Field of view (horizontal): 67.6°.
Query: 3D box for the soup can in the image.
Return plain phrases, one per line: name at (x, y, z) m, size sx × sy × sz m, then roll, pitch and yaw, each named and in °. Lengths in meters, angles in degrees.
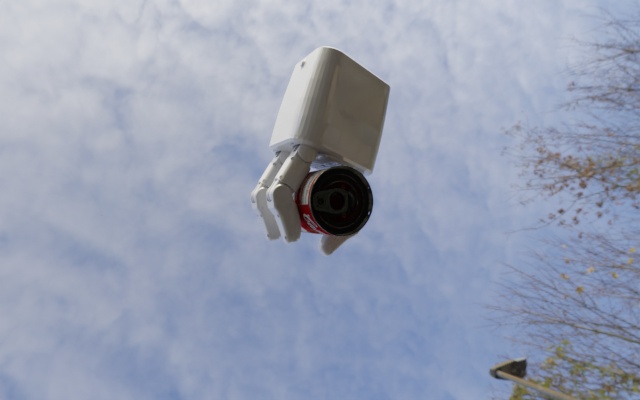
soup can at (0.000, 0.002, 0.499) m, size 0.068 × 0.068 × 0.102 m, roll 0°, pitch -2°, yaw -25°
